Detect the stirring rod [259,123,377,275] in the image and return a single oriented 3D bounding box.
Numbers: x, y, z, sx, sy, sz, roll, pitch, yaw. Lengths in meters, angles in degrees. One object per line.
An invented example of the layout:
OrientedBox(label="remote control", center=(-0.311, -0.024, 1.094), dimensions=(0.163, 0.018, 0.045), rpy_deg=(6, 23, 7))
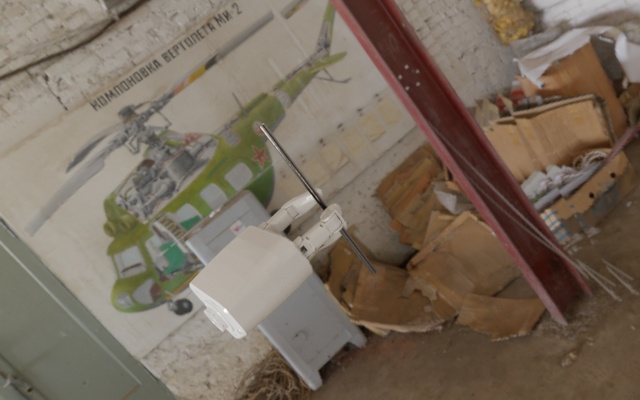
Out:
OrientedBox(label="stirring rod", center=(0.000, 0.002, 0.605), dimensions=(0.011, 0.239, 0.011), rpy_deg=(-35, 13, 9))
